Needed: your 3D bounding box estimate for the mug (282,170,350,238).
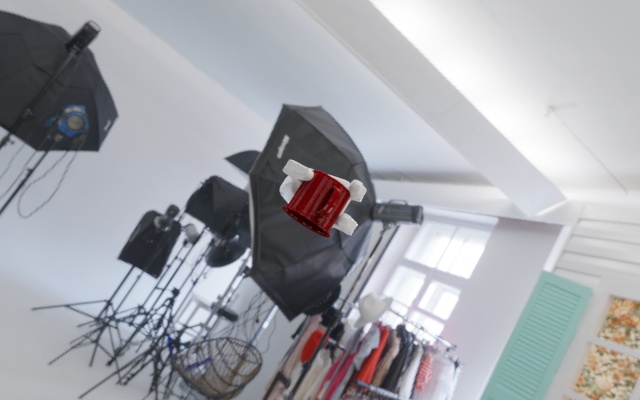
[{"bbox_3d":[0.001,0.002,0.782,0.093,0.081,0.117,35,-12,-12],"label":"mug"}]
